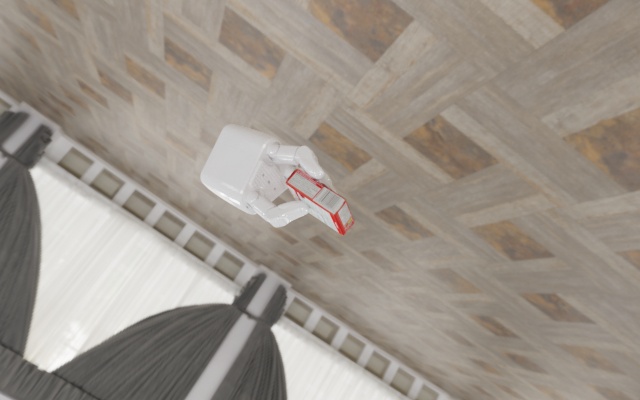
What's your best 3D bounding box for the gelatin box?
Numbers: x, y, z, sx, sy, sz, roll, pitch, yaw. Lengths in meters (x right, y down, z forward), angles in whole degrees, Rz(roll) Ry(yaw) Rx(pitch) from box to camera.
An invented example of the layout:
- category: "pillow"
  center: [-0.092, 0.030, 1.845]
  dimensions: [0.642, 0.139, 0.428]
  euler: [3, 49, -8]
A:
- category: "gelatin box"
  center: [0.000, 0.003, 0.653]
  dimensions: [0.089, 0.030, 0.073]
  euler: [34, -14, 25]
